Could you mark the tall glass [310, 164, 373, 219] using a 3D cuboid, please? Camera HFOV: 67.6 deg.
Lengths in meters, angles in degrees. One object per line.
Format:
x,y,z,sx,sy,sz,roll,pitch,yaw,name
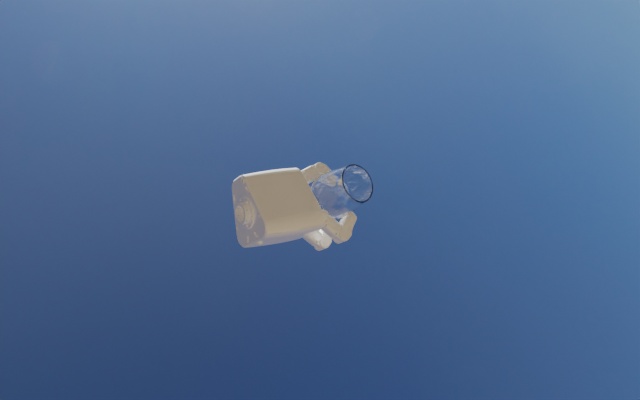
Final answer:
0.000,0.003,0.804,0.079,0.079,0.201,0,-17,-37,tall glass
